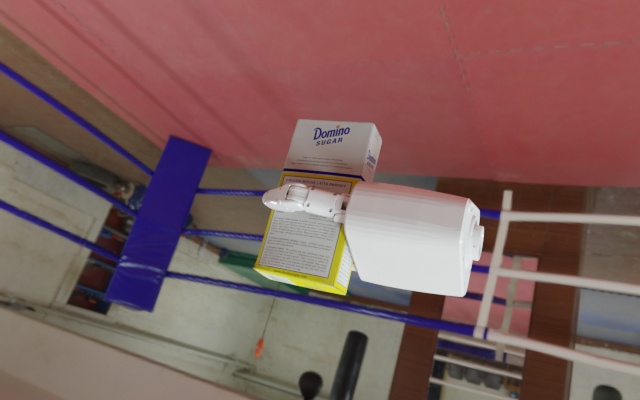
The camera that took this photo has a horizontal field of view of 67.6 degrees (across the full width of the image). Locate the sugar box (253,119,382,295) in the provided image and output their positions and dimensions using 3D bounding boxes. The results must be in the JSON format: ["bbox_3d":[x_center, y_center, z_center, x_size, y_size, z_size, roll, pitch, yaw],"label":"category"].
[{"bbox_3d":[0.000,0.002,0.503,0.093,0.176,0.048,8,-21,25],"label":"sugar box"}]
